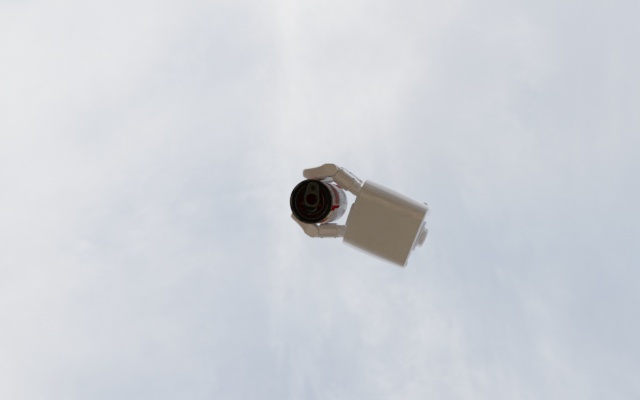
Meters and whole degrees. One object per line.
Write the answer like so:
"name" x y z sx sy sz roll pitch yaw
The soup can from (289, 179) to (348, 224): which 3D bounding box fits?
"soup can" 0.000 0.002 0.759 0.068 0.068 0.102 0 -1 17
